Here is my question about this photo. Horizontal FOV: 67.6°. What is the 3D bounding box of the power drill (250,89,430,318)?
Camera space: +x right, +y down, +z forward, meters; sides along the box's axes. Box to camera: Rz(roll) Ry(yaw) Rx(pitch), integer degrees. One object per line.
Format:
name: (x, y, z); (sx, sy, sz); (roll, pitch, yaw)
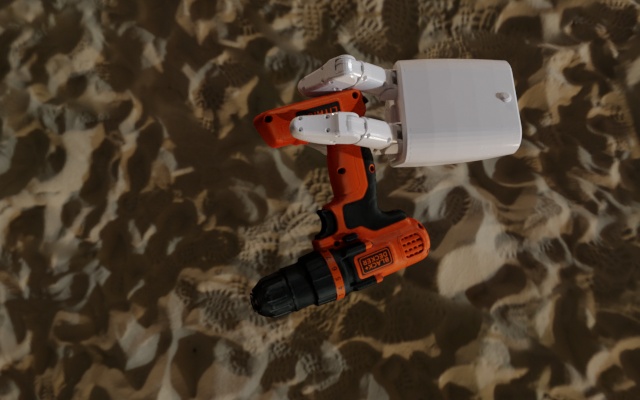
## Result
power drill: (0.000, 0.001, 0.454); (0.184, 0.187, 0.057); (-20, 8, -17)
